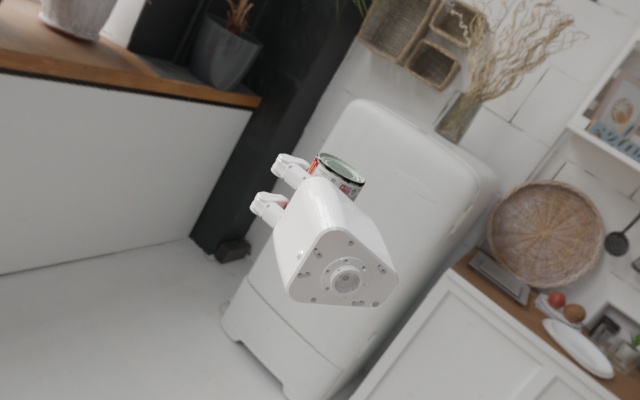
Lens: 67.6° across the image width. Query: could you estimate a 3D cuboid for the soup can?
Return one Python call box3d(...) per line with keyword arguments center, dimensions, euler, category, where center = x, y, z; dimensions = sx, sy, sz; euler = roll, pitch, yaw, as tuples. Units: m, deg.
box3d(center=(0.000, 0.001, 0.575), dimensions=(0.068, 0.102, 0.068), euler=(28, 19, -11), category="soup can")
